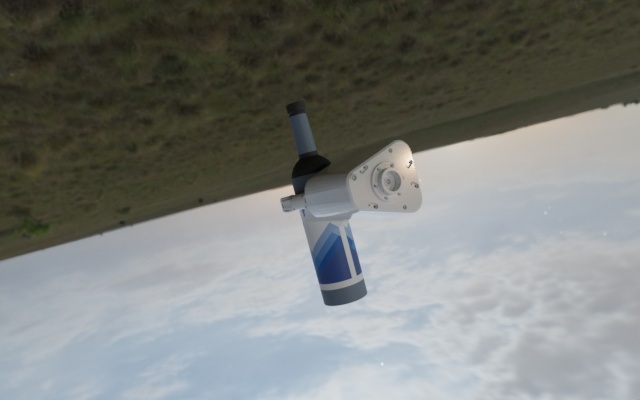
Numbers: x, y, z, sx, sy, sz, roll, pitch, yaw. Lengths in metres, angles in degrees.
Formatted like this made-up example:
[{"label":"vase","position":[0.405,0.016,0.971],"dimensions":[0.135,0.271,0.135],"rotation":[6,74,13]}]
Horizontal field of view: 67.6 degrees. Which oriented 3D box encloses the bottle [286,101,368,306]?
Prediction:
[{"label":"bottle","position":[0.000,0.003,0.698],"dimensions":[0.069,0.296,0.069],"rotation":[-15,3,1]}]
